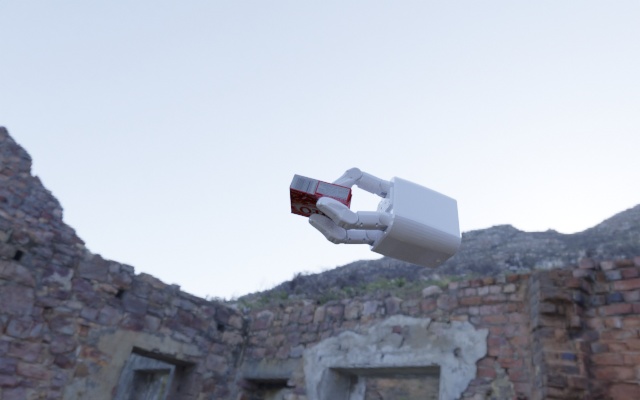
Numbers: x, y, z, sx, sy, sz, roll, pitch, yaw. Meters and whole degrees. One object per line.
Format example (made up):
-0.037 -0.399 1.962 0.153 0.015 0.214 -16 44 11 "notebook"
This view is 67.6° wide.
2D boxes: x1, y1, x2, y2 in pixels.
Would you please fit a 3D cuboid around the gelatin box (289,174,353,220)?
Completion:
0.000 0.002 0.698 0.089 0.030 0.073 15 -30 8 "gelatin box"
